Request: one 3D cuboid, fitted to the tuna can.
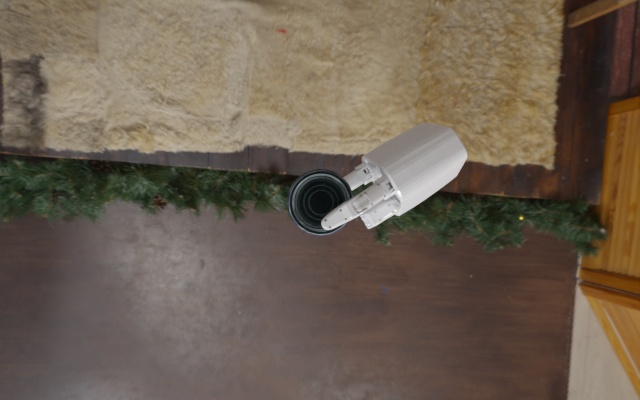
[{"bbox_3d":[0.000,0.002,0.617,0.086,0.086,0.034,0,3,-3],"label":"tuna can"}]
